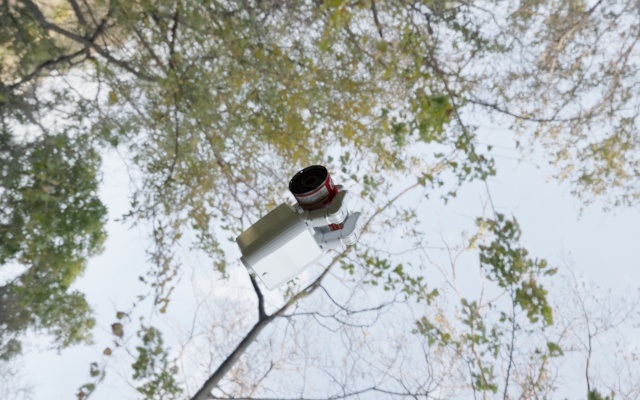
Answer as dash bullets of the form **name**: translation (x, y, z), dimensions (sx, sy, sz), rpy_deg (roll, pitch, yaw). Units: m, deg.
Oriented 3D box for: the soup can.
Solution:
- **soup can**: translation (0.001, 0.002, 0.772), dimensions (0.068, 0.102, 0.068), rpy_deg (-18, 37, 14)
